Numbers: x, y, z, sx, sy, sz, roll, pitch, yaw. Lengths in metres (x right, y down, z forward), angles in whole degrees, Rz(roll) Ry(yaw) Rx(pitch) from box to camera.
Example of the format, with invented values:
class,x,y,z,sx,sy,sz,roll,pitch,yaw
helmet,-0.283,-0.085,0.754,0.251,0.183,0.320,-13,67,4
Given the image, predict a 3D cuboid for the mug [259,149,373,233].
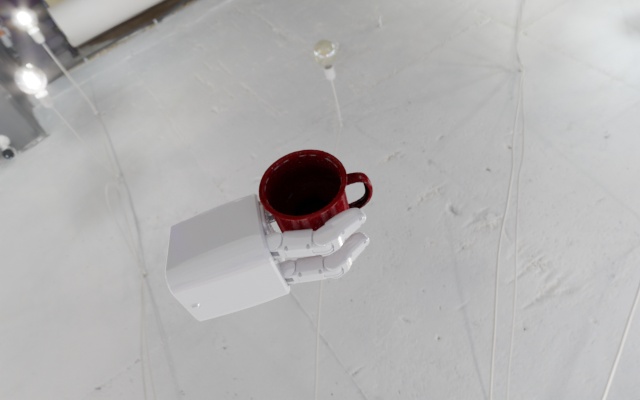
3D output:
class,x,y,z,sx,sy,sz,roll,pitch,yaw
mug,0.001,0.001,0.520,0.117,0.093,0.082,-18,-39,0
